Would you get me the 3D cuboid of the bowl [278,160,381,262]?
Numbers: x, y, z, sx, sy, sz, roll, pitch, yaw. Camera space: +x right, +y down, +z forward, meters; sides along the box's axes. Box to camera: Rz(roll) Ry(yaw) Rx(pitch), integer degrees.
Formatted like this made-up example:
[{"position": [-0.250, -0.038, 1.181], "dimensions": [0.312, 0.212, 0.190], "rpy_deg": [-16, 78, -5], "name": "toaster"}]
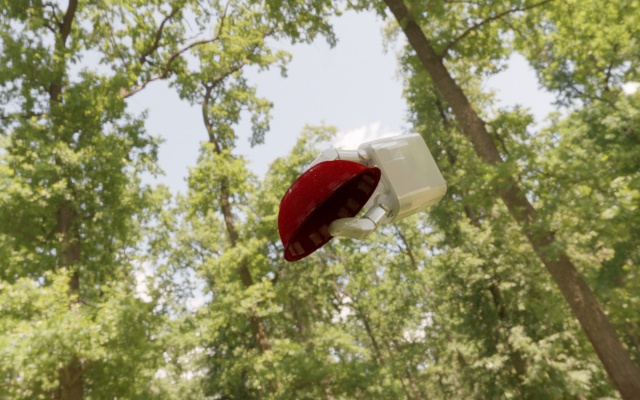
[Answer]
[{"position": [-0.001, 0.002, 0.597], "dimensions": [0.055, 0.162, 0.162], "rpy_deg": [46, 16, 17], "name": "bowl"}]
